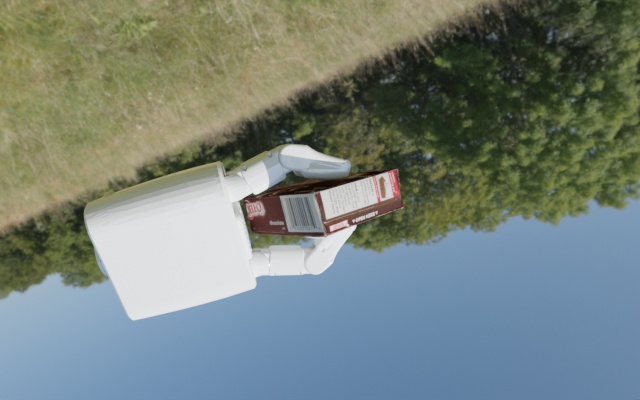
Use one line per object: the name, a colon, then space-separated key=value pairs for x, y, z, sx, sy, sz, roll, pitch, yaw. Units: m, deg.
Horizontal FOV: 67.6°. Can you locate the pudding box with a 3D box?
pudding box: x=0.000 y=0.002 z=0.413 sx=0.090 sy=0.039 sz=0.113 roll=-18 pitch=11 yaw=-36
